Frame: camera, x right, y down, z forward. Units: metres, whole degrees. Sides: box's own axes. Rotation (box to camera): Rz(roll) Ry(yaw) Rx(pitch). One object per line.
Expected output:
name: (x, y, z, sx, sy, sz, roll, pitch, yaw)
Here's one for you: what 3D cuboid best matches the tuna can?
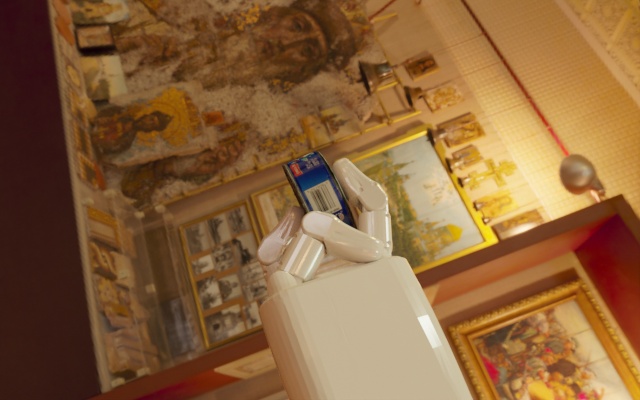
tuna can: (0.001, 0.001, 0.413, 0.034, 0.086, 0.086, -26, 2, -4)
